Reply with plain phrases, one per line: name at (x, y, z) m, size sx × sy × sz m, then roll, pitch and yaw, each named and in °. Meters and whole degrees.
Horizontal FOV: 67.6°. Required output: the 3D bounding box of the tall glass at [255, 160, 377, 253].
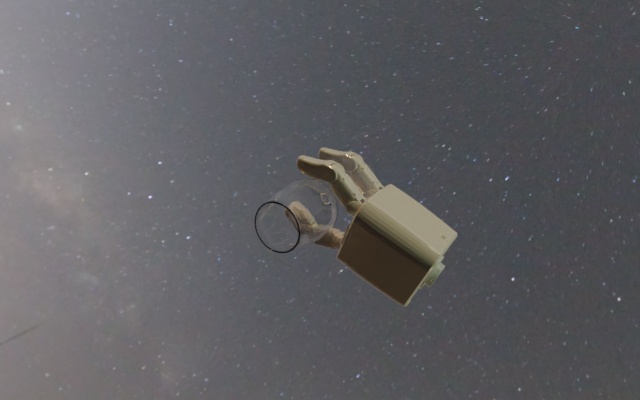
tall glass at (0.000, 0.002, 0.613) m, size 0.079 × 0.079 × 0.201 m, roll 0°, pitch 17°, yaw 31°
